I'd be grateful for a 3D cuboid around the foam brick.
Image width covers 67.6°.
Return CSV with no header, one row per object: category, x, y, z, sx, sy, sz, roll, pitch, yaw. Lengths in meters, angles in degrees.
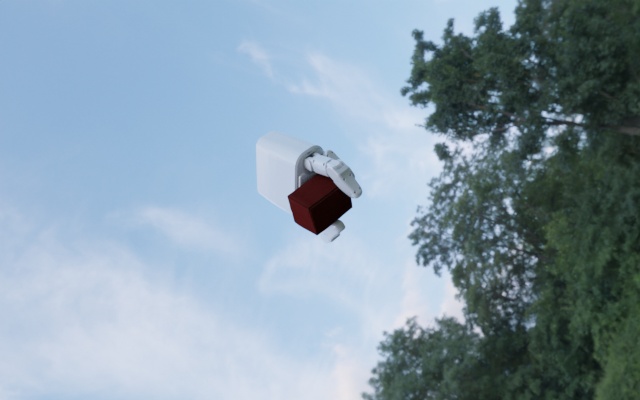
foam brick,0.000,0.002,0.690,0.078,0.053,0.051,-37,43,-28
